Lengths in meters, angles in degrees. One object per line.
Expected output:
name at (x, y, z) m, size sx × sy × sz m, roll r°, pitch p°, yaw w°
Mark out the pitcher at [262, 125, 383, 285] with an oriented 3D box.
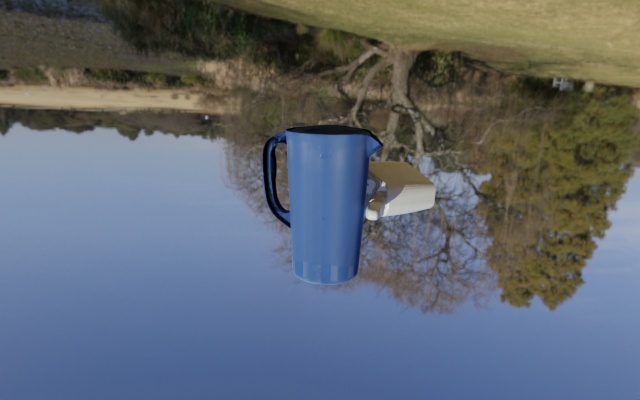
pitcher at (0.000, 0.002, 0.755) m, size 0.145 × 0.243 × 0.149 m, roll -7°, pitch 16°, yaw -31°
